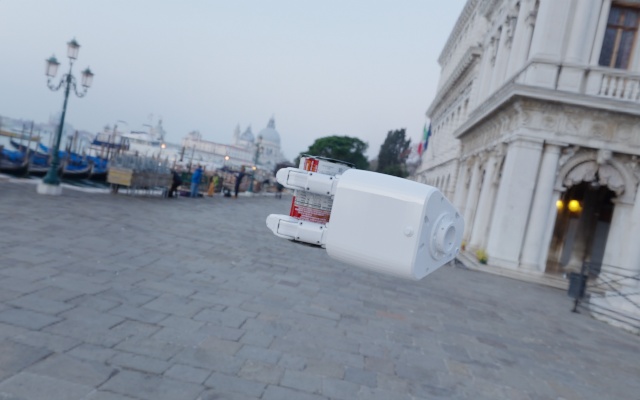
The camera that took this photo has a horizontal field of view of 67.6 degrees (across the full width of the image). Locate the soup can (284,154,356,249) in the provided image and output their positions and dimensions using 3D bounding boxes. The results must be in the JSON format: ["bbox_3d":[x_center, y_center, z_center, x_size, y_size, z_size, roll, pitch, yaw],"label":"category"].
[{"bbox_3d":[0.000,0.001,0.566,0.068,0.102,0.068,11,2,0],"label":"soup can"}]
